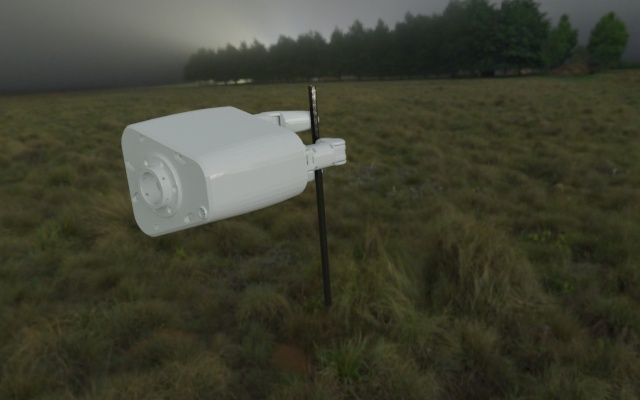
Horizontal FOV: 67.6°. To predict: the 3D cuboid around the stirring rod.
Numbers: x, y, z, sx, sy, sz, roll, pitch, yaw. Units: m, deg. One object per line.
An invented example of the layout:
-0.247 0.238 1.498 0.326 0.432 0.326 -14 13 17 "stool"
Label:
0.000 0.002 0.507 0.011 0.239 0.011 -4 15 1 "stirring rod"
